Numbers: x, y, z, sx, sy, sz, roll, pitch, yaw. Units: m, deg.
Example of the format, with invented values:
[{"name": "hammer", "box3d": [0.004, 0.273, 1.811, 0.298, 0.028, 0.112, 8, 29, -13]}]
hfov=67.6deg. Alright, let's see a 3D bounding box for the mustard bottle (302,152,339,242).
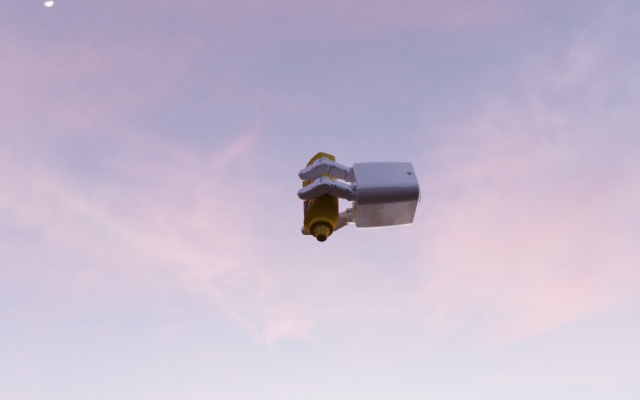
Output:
[{"name": "mustard bottle", "box3d": [0.000, 0.003, 0.845, 0.058, 0.096, 0.191, 17, 36, -15]}]
